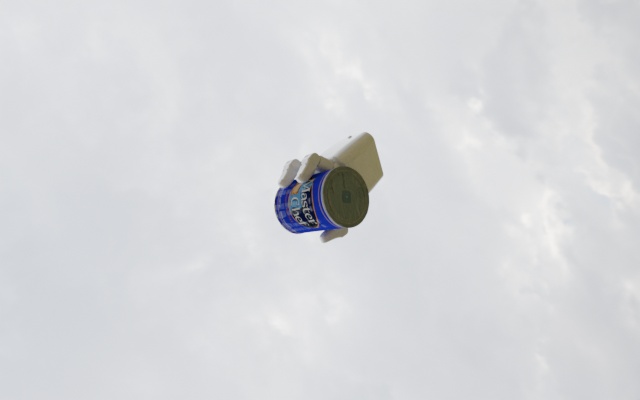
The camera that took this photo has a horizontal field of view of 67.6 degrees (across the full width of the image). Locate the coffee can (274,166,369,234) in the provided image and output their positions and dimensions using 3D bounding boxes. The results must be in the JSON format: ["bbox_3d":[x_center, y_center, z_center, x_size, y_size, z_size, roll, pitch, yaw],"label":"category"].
[{"bbox_3d":[0.000,0.003,0.832,0.103,0.103,0.140,0,-7,-40],"label":"coffee can"}]
